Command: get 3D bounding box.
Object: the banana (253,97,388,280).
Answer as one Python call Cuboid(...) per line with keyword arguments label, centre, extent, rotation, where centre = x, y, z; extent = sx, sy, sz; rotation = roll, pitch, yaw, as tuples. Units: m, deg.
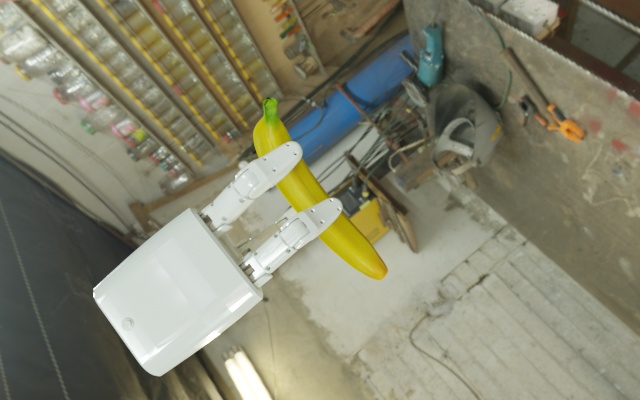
Cuboid(label="banana", centre=(-0.008, -0.003, 0.452), extent=(0.037, 0.198, 0.069), rotation=(-39, 15, -12))
